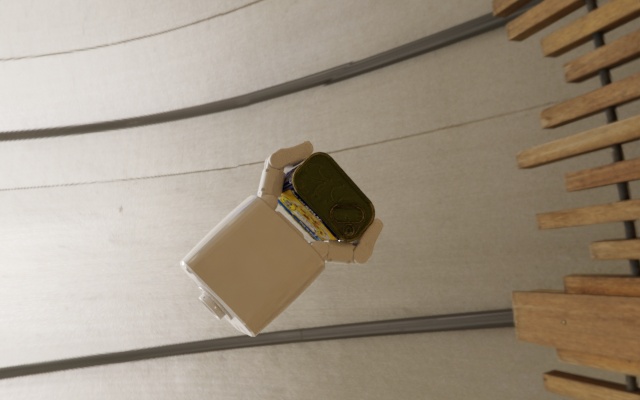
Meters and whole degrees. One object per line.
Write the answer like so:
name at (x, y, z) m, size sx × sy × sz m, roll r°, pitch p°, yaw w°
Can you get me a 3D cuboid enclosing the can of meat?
can of meat at (0.000, 0.002, 0.549) m, size 0.057 × 0.102 × 0.084 m, roll -47°, pitch 11°, yaw -22°
